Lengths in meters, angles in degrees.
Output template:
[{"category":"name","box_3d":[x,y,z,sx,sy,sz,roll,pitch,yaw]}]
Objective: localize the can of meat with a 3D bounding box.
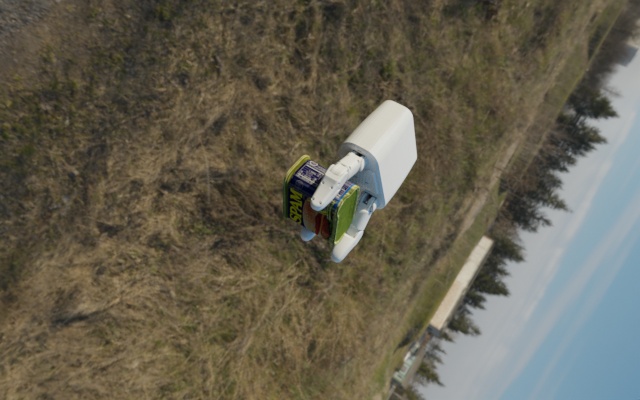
[{"category":"can of meat","box_3d":[0.000,0.002,0.634,0.084,0.057,0.102,30,-34,18]}]
